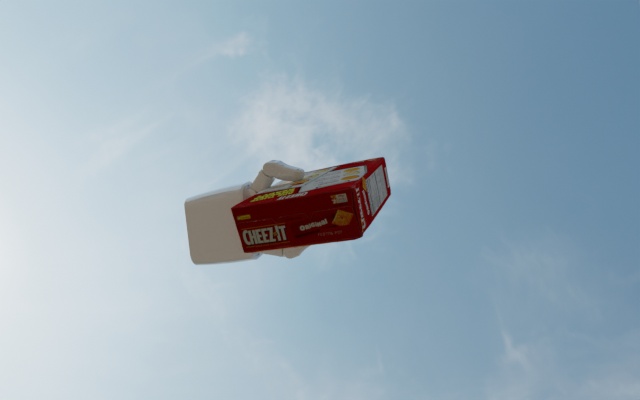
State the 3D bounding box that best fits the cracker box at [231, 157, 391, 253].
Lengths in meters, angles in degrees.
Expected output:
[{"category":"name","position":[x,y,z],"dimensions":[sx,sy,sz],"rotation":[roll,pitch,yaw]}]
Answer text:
[{"category":"cracker box","position":[0.000,0.002,0.672],"dimensions":[0.164,0.072,0.213],"rotation":[-10,11,20]}]
